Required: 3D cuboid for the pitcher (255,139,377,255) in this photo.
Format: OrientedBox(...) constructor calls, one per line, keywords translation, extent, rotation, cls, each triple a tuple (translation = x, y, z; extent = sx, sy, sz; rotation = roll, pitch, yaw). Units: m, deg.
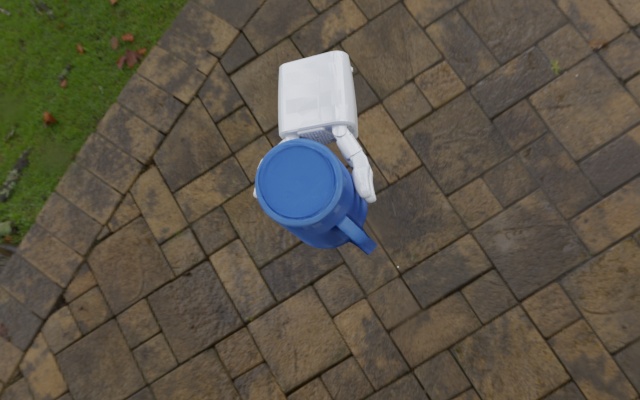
OrientedBox(translation=(0.000, 0.002, 0.671), extent=(0.149, 0.145, 0.243), rotation=(-2, -9, 9), cls="pitcher")
